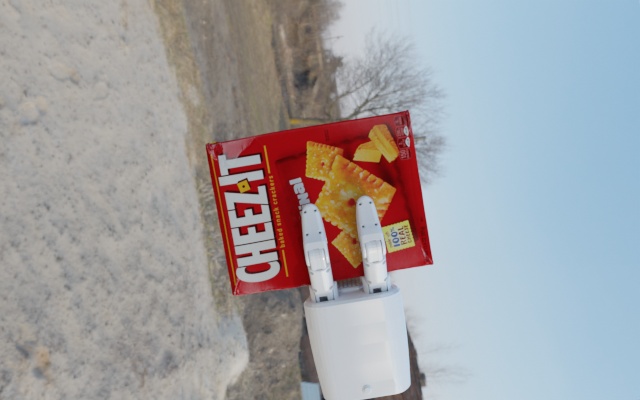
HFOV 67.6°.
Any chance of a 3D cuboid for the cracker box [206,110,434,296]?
[{"bbox_3d":[0.000,0.002,0.512,0.214,0.164,0.072,-9,5,1],"label":"cracker box"}]
